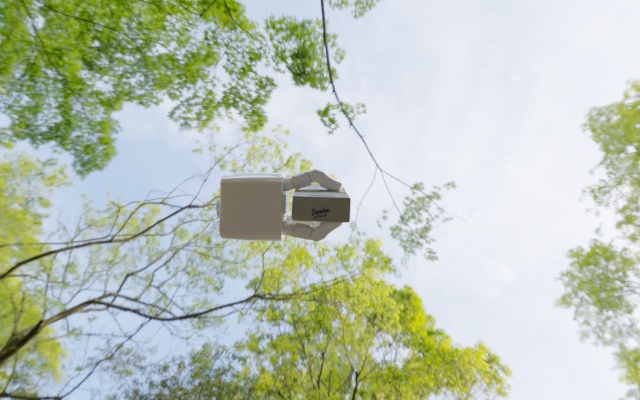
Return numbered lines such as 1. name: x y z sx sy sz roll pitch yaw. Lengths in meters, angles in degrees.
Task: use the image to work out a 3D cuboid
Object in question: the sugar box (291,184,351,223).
1. sugar box: 0.000 0.003 0.818 0.093 0.048 0.176 2 10 0
